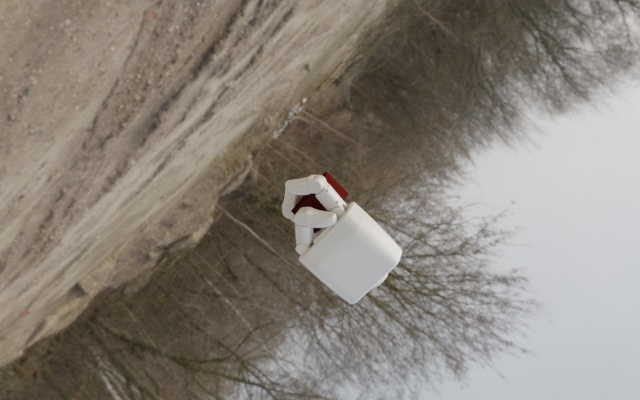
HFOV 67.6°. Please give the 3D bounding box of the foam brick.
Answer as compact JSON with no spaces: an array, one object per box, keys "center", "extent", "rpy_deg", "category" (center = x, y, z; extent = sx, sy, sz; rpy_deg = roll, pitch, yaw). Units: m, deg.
[{"center":[0.000,0.002,0.737],"extent":[0.053,0.051,0.078],"rpy_deg":[-45,5,32],"category":"foam brick"}]
